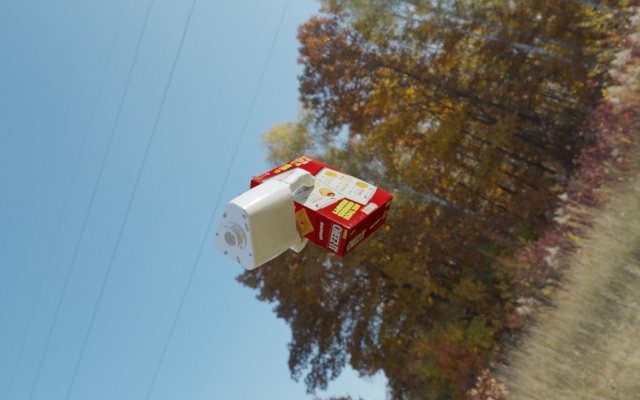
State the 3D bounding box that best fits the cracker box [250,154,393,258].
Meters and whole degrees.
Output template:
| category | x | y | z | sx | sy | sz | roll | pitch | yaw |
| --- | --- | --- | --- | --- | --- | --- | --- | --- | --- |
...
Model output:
| category | x | y | z | sx | sy | sz | roll | pitch | yaw |
| --- | --- | --- | --- | --- | --- | --- | --- | --- | --- |
| cracker box | 0.000 | 0.003 | 0.886 | 0.213 | 0.072 | 0.164 | 27 | 34 | 25 |
